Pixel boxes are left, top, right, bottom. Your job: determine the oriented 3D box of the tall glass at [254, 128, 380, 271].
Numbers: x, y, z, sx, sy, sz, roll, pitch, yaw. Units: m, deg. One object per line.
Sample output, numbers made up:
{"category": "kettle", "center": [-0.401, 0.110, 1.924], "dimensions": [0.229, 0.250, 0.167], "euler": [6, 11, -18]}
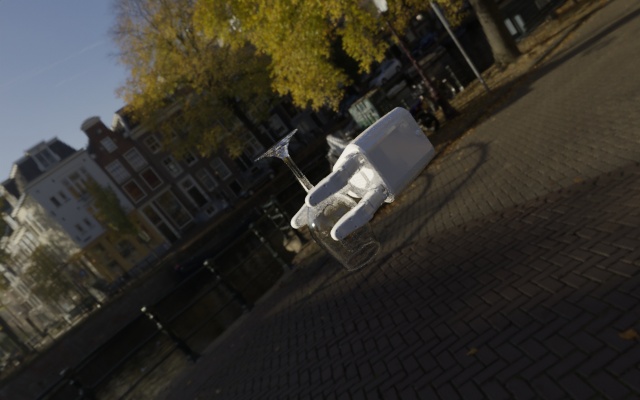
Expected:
{"category": "tall glass", "center": [0.000, 0.002, 0.658], "dimensions": [0.079, 0.201, 0.079], "euler": [-36, 11, 8]}
